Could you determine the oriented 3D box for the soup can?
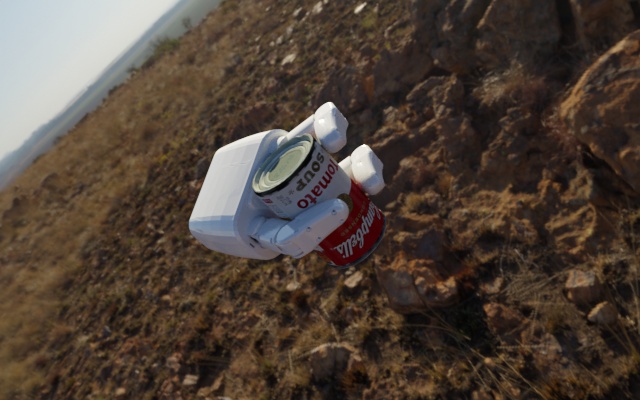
[{"bbox_3d":[0.000,0.001,0.406,0.102,0.068,0.068,46,-26,-28],"label":"soup can"}]
